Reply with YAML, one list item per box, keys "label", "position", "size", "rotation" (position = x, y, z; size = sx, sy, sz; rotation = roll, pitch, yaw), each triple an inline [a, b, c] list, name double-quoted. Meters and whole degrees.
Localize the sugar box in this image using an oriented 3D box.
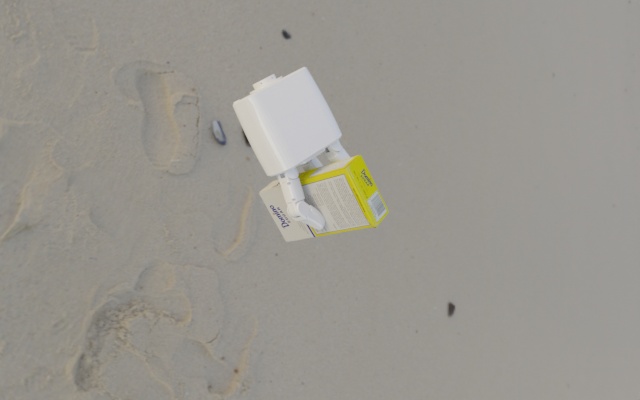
- label: "sugar box"
  position: [0.000, 0.002, 0.677]
  size: [0.176, 0.093, 0.048]
  rotation: [-11, 23, 45]
